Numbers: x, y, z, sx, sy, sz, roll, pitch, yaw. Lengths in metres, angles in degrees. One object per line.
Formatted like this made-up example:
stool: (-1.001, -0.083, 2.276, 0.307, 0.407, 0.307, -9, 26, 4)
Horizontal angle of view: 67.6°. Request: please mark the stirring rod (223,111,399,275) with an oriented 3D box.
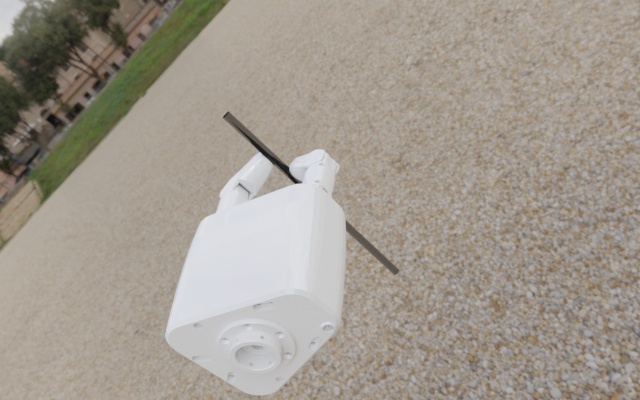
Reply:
stirring rod: (0.000, 0.002, 0.455, 0.240, 0.011, 0.011, 43, -21, -25)
